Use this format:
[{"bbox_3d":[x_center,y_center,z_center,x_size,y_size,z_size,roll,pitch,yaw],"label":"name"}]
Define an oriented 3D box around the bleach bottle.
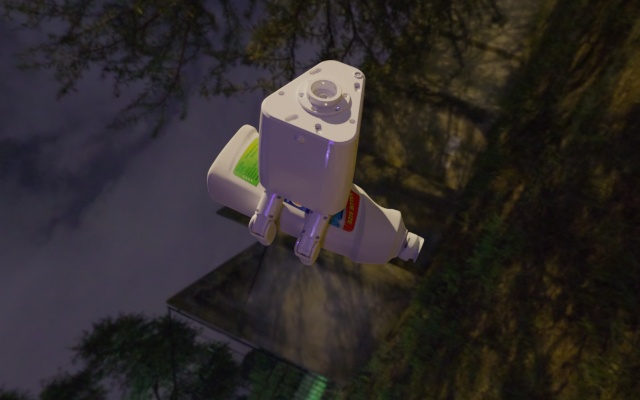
[{"bbox_3d":[0.000,0.002,0.558,0.251,0.102,0.068,23,-34,10],"label":"bleach bottle"}]
